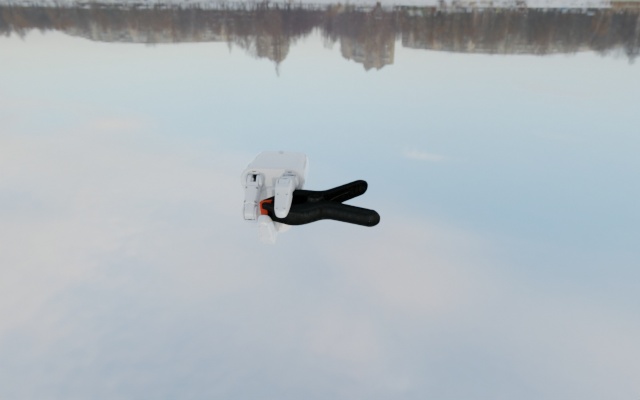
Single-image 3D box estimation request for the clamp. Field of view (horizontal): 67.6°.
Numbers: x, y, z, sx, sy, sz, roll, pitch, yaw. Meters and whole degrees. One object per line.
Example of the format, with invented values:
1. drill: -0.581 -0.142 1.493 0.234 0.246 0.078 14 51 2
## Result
1. clamp: 0.000 0.003 0.701 0.171 0.039 0.120 2 21 4
